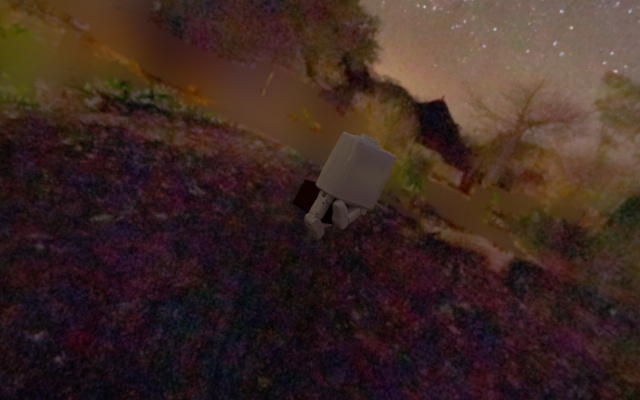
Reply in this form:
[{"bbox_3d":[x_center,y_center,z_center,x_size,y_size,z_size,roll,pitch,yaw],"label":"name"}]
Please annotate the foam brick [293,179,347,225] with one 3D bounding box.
[{"bbox_3d":[0.000,0.003,0.872,0.078,0.051,0.053,33,13,35],"label":"foam brick"}]
